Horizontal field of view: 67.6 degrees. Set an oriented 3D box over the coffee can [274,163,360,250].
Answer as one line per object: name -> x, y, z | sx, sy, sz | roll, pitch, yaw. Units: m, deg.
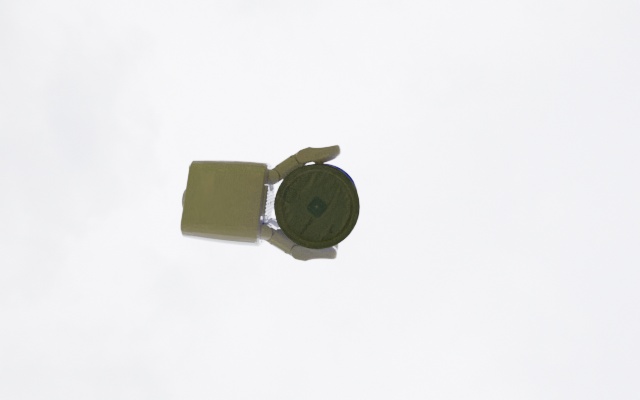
coffee can -> 0.000, 0.002, 0.632 | 0.103, 0.103, 0.140 | 0, 5, 4
